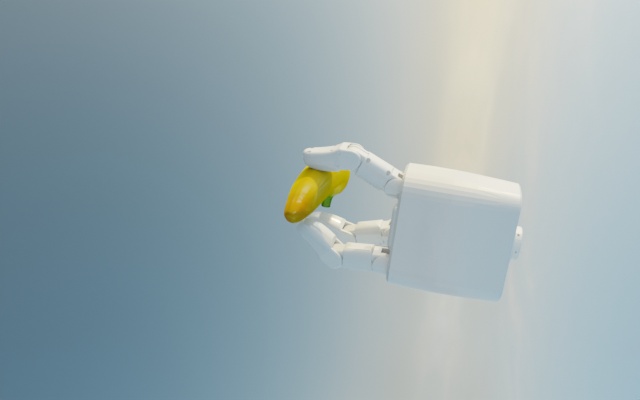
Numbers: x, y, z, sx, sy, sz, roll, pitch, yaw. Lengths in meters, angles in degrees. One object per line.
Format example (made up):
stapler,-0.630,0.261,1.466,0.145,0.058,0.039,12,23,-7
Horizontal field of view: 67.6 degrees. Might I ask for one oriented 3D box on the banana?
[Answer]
banana,0.005,-0.017,0.523,0.037,0.069,0.198,14,6,11
